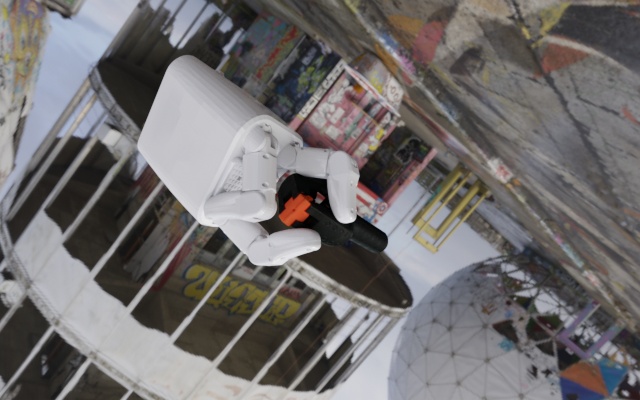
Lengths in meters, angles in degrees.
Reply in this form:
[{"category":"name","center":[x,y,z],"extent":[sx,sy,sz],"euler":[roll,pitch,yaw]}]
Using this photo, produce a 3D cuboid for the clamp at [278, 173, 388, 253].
[{"category":"clamp","center":[0.000,0.002,0.461],"extent":[0.120,0.039,0.171],"euler":[42,9,23]}]
